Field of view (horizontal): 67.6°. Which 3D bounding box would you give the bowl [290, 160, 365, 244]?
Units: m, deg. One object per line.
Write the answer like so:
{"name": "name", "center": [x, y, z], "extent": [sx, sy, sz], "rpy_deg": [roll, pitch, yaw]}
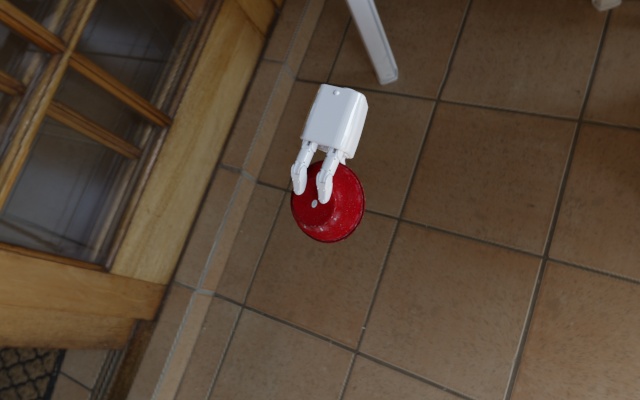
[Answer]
{"name": "bowl", "center": [0.000, 0.004, 0.900], "extent": [0.162, 0.162, 0.055], "rpy_deg": [0, 2, 29]}
